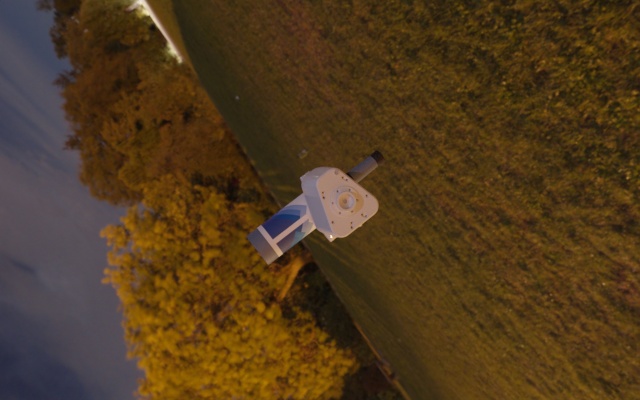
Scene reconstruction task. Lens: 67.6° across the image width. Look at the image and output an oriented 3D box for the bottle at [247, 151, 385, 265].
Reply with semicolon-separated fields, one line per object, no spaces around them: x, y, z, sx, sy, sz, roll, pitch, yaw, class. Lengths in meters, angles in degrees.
0.000;0.003;0.893;0.295;0.069;0.069;-37;7;-9;bottle
